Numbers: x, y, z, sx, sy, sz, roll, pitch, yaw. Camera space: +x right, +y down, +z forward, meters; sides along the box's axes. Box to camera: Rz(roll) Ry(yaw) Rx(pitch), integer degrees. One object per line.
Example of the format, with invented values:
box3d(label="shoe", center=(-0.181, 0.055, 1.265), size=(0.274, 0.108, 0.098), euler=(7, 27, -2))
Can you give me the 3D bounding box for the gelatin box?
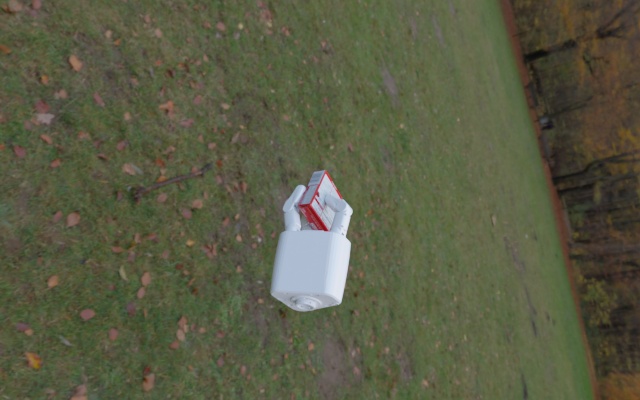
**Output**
box3d(label="gelatin box", center=(0.001, 0.002, 0.847), size=(0.030, 0.089, 0.073), euler=(-6, -47, 32))
